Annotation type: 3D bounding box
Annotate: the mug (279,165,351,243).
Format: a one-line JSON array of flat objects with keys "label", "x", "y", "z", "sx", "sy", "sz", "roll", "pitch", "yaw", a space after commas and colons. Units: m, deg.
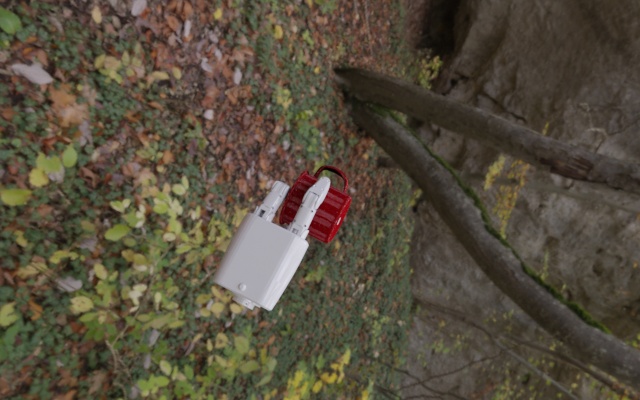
[{"label": "mug", "x": 0.001, "y": 0.001, "z": 0.730, "sx": 0.081, "sy": 0.117, "sz": 0.093, "roll": 26, "pitch": -11, "yaw": 9}]
